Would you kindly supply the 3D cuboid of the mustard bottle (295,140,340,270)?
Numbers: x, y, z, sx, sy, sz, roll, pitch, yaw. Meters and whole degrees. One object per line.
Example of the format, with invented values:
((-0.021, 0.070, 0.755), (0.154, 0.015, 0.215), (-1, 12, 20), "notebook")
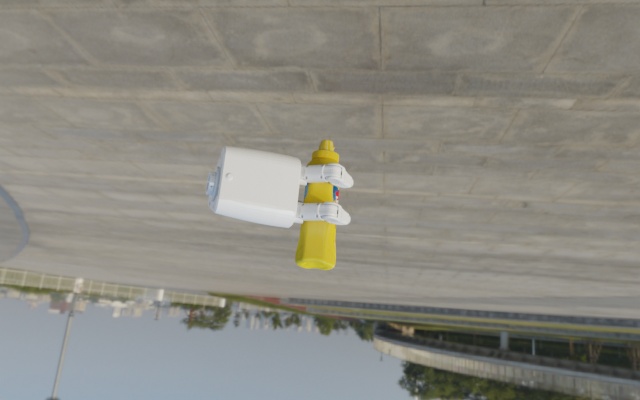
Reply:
((0.000, 0.003, 0.705), (0.058, 0.191, 0.096), (4, -14, 5), "mustard bottle")
